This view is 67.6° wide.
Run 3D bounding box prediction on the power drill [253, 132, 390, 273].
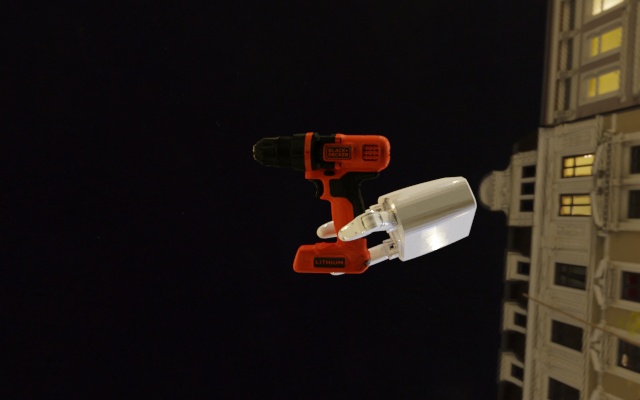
[{"bbox_3d":[0.000,0.003,0.649,0.184,0.187,0.057,1,7,9],"label":"power drill"}]
